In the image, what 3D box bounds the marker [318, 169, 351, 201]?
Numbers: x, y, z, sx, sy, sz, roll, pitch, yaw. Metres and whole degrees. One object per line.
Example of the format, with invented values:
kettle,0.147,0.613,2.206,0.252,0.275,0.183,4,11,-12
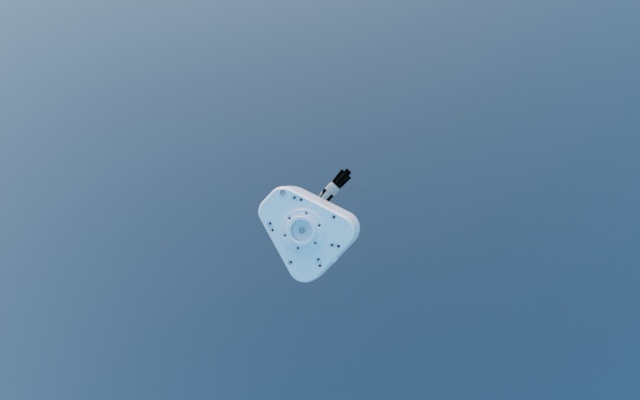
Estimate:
marker,0.000,0.002,0.678,0.020,0.121,0.020,42,3,-3
